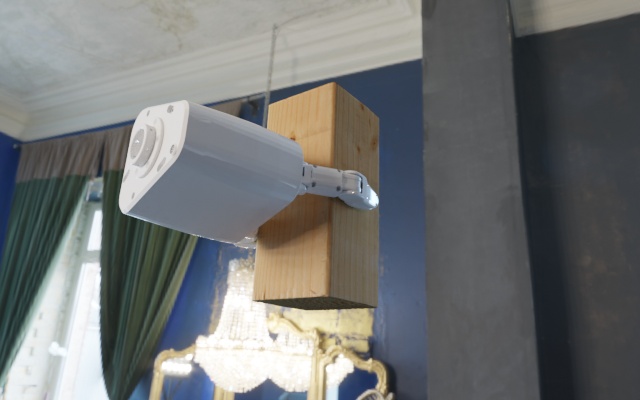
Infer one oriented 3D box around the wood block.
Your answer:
[{"bbox_3d":[0.000,0.001,0.483,0.091,0.206,0.090,-11,-23,35],"label":"wood block"}]
